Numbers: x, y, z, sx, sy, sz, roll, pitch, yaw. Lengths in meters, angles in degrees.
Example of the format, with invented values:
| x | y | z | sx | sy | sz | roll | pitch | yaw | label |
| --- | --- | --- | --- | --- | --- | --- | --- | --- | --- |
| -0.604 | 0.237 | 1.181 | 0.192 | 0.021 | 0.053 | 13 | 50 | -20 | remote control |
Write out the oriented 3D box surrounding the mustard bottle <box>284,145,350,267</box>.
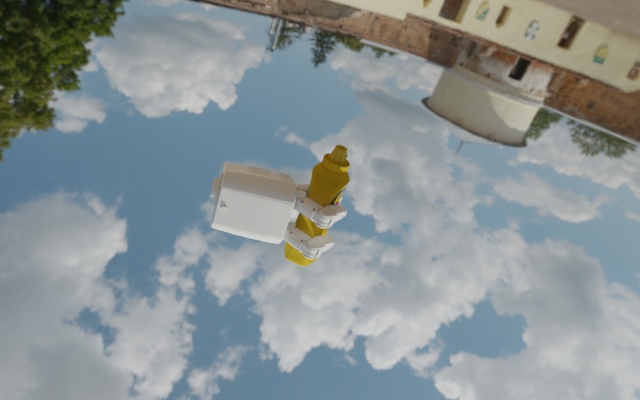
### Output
| x | y | z | sx | sy | sz | roll | pitch | yaw | label |
| --- | --- | --- | --- | --- | --- | --- | --- | --- | --- |
| 0.000 | 0.003 | 0.735 | 0.058 | 0.192 | 0.096 | 24 | 27 | 8 | mustard bottle |
